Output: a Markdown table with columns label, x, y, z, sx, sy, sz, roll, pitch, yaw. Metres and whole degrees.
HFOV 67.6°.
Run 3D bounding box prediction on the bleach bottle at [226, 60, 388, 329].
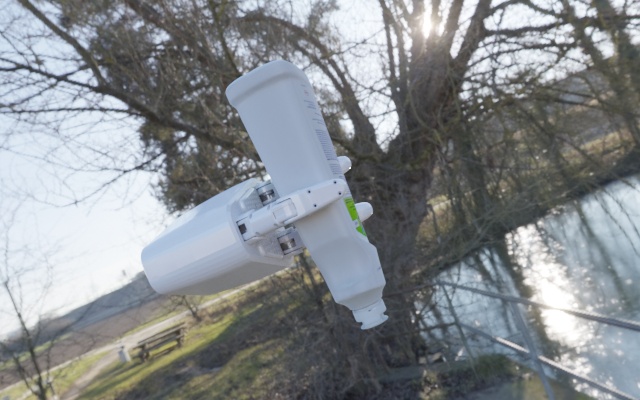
| label | x | y | z | sx | sy | sz | roll | pitch | yaw |
| --- | --- | --- | --- | --- | --- | --- | --- | --- | --- |
| bleach bottle | 0.000 | 0.001 | 0.450 | 0.068 | 0.251 | 0.102 | -24 | -3 | 16 |
